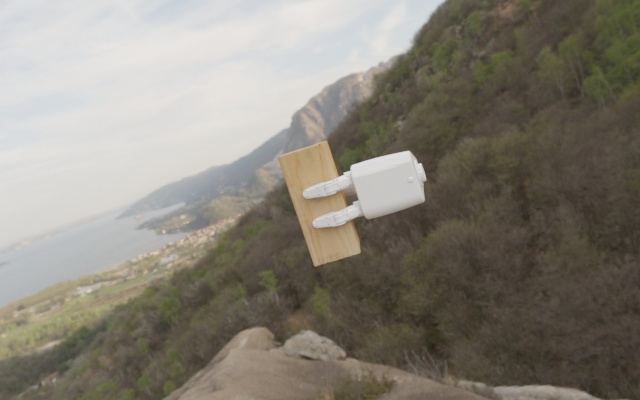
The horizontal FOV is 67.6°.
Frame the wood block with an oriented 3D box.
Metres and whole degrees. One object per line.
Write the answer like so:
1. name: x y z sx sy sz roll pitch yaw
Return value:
1. wood block: 0.000 0.003 0.879 0.090 0.206 0.091 -17 8 6
